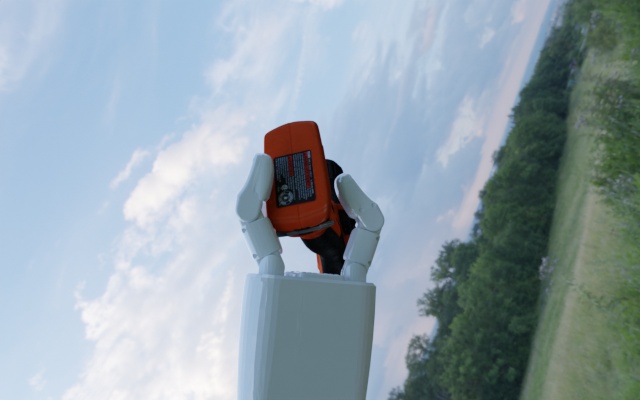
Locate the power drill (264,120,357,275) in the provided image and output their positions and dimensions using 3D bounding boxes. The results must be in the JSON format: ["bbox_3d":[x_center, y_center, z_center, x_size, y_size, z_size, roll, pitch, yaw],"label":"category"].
[{"bbox_3d":[0.000,0.002,0.492,0.057,0.184,0.188,-15,-30,11],"label":"power drill"}]
